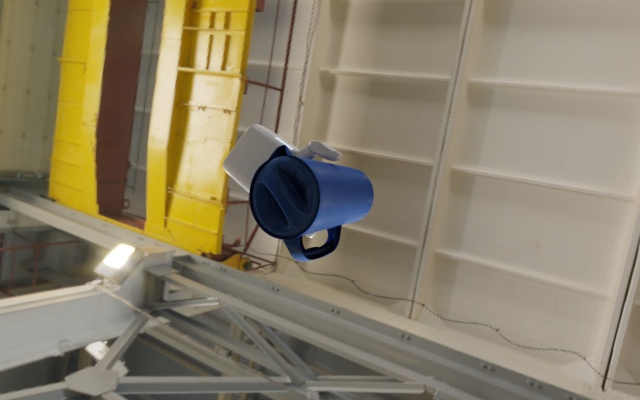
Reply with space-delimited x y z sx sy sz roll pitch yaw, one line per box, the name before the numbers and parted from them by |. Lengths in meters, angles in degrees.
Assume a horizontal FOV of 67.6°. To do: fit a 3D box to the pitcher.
pitcher | 0.000 0.003 0.836 0.145 0.149 0.243 38 19 24
